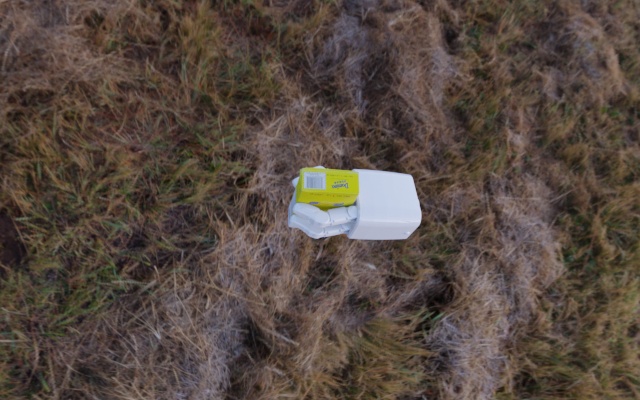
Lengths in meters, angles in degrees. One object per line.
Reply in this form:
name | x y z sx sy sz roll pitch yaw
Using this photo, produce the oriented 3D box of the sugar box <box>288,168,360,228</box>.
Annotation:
sugar box | 0.000 0.003 0.803 0.093 0.048 0.176 4 -24 -8
